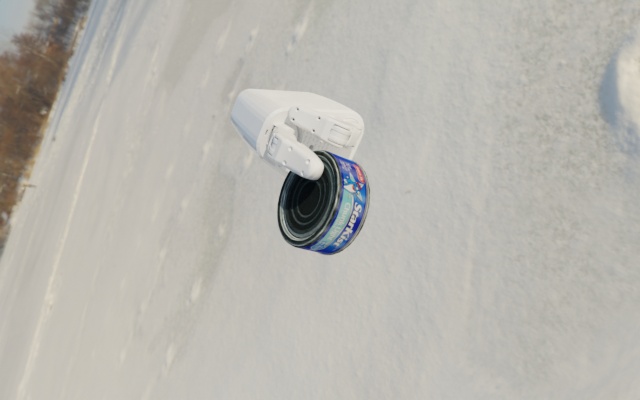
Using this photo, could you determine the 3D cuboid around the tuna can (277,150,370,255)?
[{"bbox_3d":[0.000,0.001,0.404,0.034,0.086,0.086,18,-11,-37],"label":"tuna can"}]
